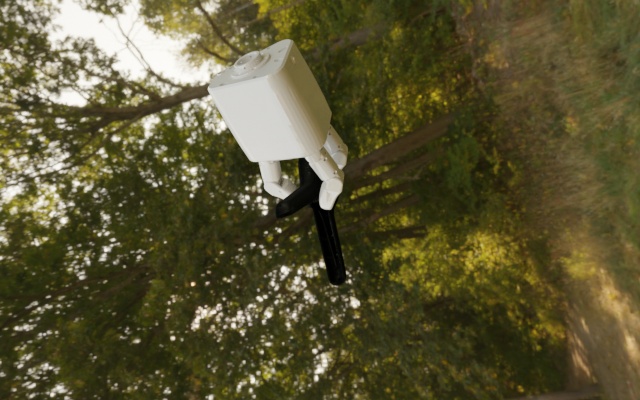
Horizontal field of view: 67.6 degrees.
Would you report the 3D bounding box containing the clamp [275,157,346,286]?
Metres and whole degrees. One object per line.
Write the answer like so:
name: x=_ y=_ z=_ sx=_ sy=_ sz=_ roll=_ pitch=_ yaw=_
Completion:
clamp: x=-0.001 y=0.002 z=0.660 sx=0.036 sy=0.165 sz=0.209 roll=-15 pitch=38 yaw=21
